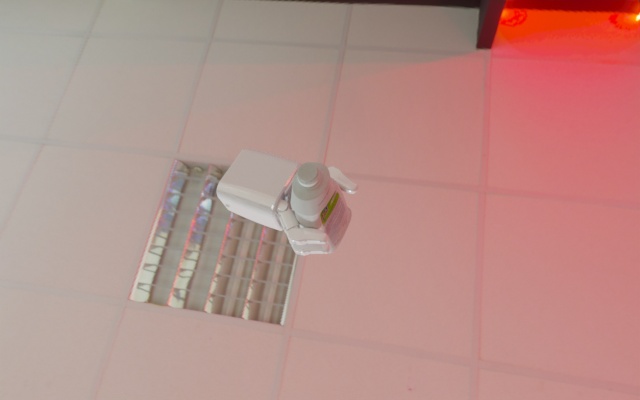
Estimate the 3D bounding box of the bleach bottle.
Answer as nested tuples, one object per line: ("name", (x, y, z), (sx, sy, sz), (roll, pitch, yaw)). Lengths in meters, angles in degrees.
("bleach bottle", (0.000, 0.003, 0.757), (0.068, 0.102, 0.251), (19, -19, 15))
